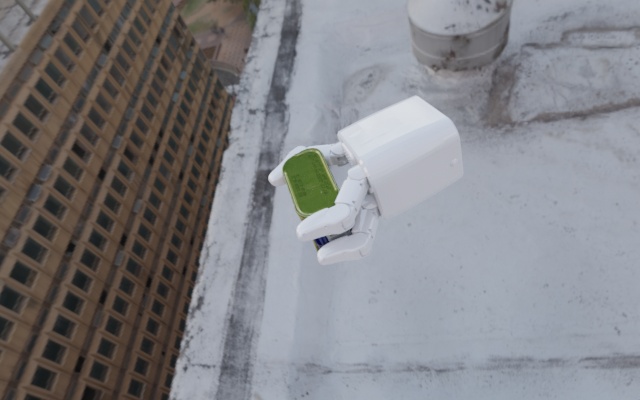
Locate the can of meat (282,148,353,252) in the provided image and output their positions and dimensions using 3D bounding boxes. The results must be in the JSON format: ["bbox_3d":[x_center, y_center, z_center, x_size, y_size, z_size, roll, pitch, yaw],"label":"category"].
[{"bbox_3d":[0.000,0.002,0.551,0.057,0.102,0.084,-25,-40,2],"label":"can of meat"}]
